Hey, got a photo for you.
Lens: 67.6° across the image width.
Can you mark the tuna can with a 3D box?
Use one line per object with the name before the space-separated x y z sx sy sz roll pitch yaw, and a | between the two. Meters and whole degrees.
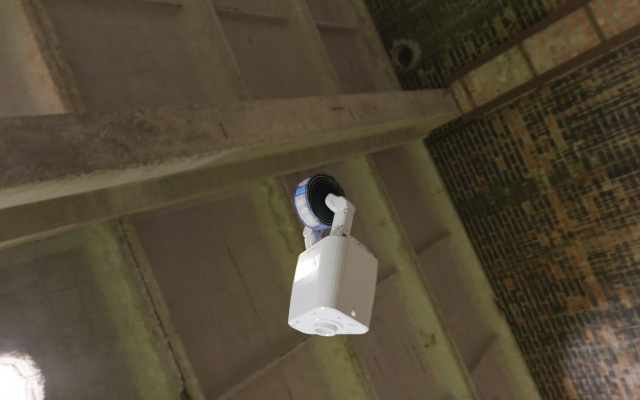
tuna can | 0.000 0.003 0.736 0.086 0.086 0.034 0 -15 -45
